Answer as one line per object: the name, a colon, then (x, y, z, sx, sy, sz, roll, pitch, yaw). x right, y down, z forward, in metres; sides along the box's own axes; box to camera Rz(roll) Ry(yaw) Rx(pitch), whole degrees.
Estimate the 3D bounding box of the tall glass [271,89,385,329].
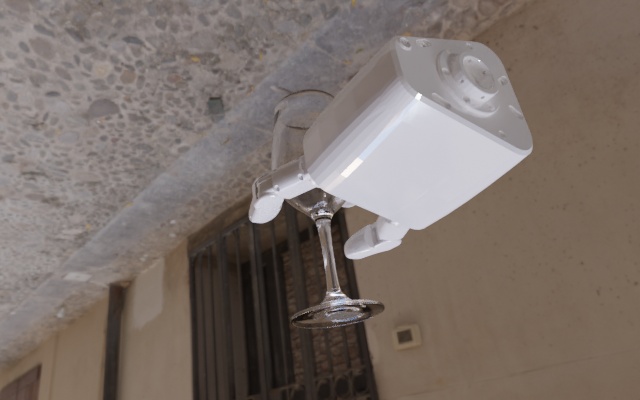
tall glass: (0.000, 0.002, 0.413, 0.079, 0.201, 0.079, -7, -26, -4)
